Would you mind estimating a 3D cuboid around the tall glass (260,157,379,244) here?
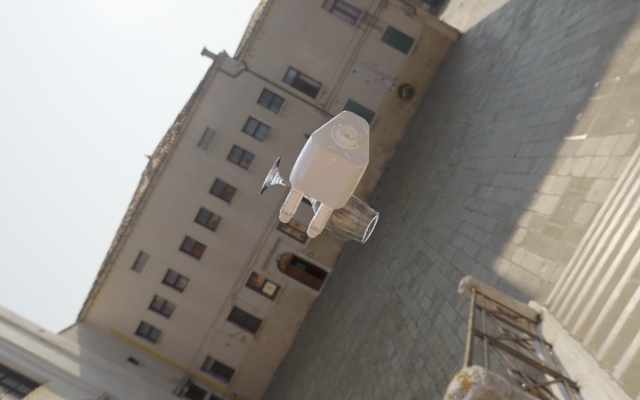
[{"bbox_3d":[-0.001,0.002,0.837,0.201,0.079,0.079,28,-1,-2],"label":"tall glass"}]
